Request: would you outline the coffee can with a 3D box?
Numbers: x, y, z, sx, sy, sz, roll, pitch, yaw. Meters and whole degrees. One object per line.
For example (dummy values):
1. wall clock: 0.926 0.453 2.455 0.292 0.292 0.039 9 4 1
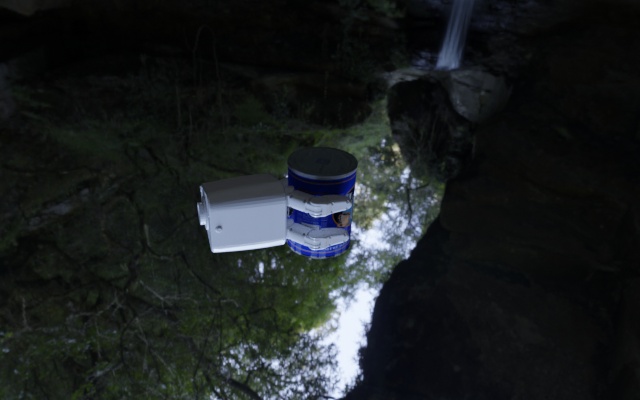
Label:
1. coffee can: 0.000 0.002 0.725 0.103 0.140 0.102 2 29 -1
